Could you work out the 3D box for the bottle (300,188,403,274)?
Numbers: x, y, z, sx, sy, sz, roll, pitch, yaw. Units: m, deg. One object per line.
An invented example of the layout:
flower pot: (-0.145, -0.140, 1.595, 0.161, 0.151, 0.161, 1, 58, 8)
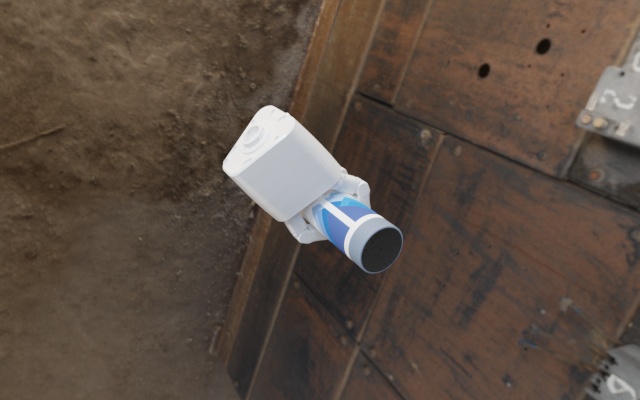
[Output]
bottle: (0.000, 0.002, 0.693, 0.069, 0.069, 0.295, 0, 23, -34)
